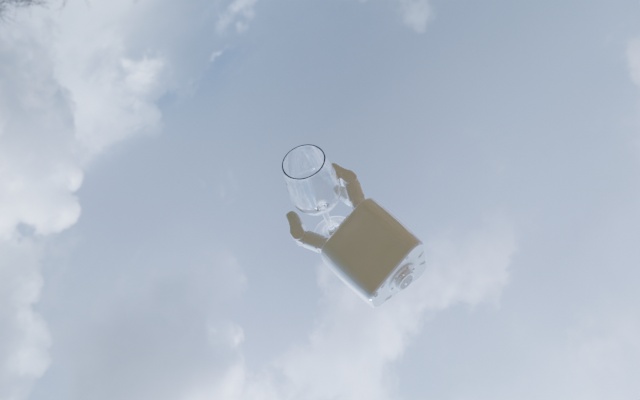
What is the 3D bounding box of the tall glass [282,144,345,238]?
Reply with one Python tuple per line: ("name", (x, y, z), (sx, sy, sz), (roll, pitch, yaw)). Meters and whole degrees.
("tall glass", (0.000, 0.003, 0.729), (0.079, 0.079, 0.201), (0, -34, 17))
